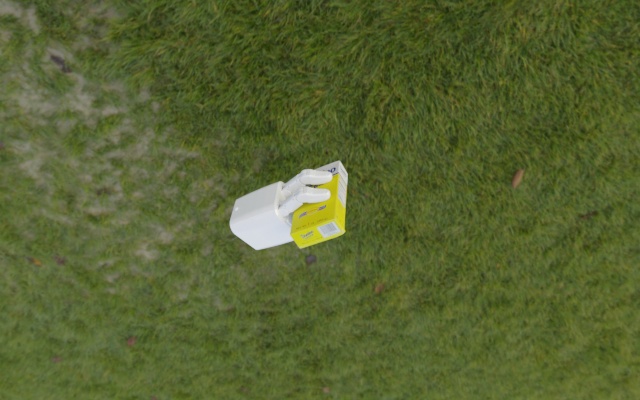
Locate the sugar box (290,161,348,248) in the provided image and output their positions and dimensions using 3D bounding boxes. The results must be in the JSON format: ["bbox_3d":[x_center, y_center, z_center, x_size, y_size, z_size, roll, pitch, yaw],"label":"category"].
[{"bbox_3d":[0.000,0.003,0.896,0.093,0.048,0.176,-20,38,19],"label":"sugar box"}]
